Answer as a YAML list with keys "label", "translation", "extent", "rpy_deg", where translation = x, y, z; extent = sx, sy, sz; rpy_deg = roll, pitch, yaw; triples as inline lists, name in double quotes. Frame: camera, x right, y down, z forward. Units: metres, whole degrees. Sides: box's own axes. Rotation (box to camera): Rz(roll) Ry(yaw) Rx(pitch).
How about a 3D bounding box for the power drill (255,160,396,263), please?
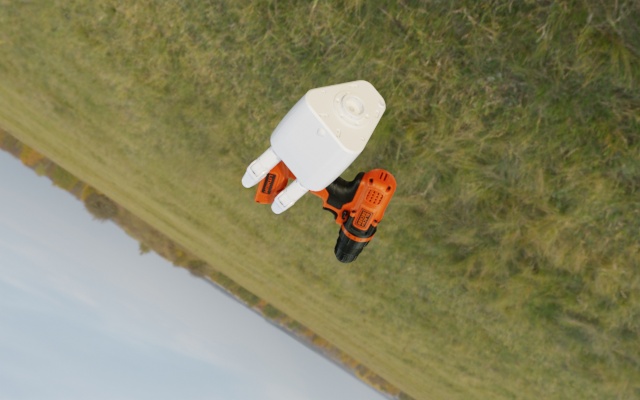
- label: "power drill"
  translation: [0.000, 0.002, 0.713]
  extent: [0.187, 0.185, 0.057]
  rpy_deg: [23, 40, 1]
